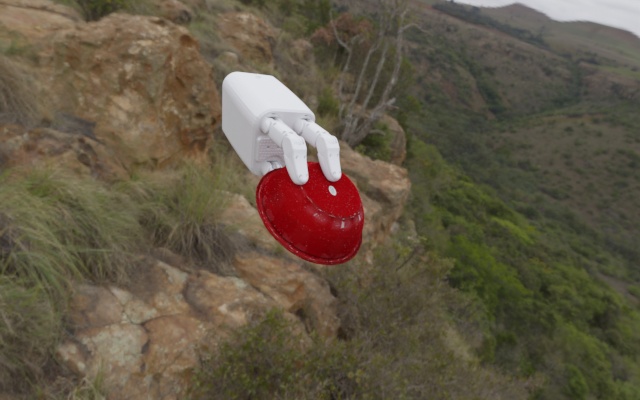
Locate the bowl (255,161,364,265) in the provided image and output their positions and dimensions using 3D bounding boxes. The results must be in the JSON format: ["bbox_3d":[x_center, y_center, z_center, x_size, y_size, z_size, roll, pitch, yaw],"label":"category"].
[{"bbox_3d":[0.001,0.003,0.621,0.162,0.162,0.055,0,-37,-39],"label":"bowl"}]
